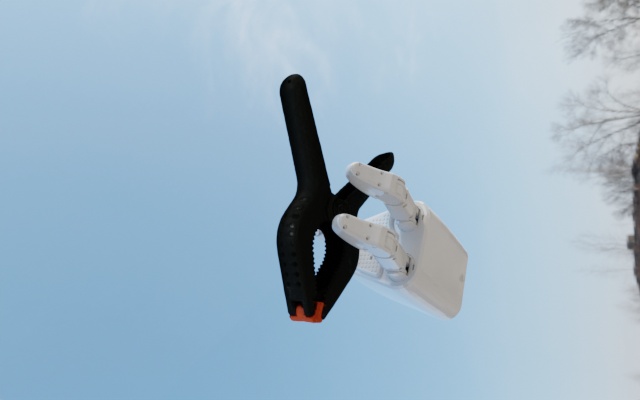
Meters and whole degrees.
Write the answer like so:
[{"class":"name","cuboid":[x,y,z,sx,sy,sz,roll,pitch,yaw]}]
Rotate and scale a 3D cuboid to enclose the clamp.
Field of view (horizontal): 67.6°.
[{"class":"clamp","cuboid":[-0.001,0.002,0.434,0.036,0.210,0.165,-9,-36,42]}]
